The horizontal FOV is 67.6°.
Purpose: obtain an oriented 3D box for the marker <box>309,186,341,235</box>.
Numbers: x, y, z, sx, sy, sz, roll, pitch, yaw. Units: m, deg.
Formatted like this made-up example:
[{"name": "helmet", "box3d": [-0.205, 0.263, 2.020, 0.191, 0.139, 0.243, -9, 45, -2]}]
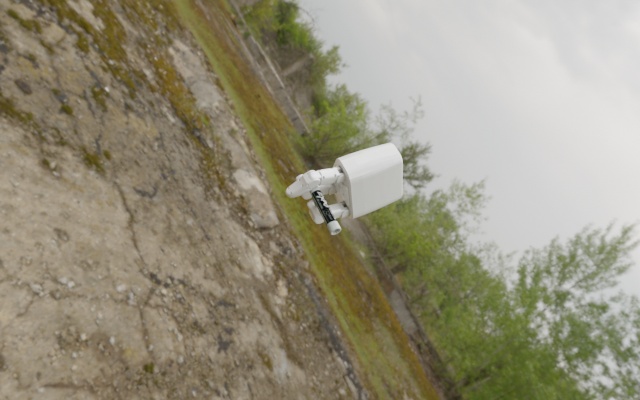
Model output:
[{"name": "marker", "box3d": [0.000, 0.003, 0.781, 0.020, 0.121, 0.020, -21, -30, -13]}]
